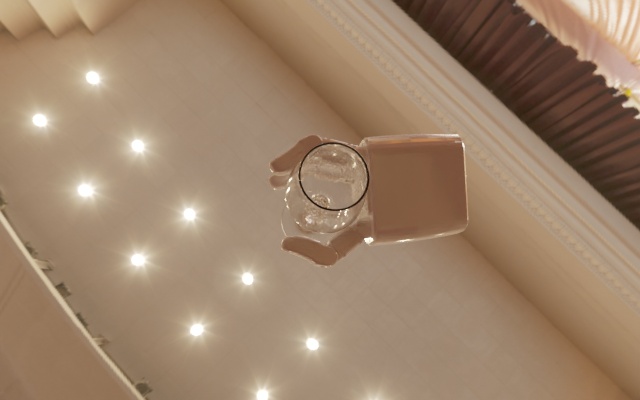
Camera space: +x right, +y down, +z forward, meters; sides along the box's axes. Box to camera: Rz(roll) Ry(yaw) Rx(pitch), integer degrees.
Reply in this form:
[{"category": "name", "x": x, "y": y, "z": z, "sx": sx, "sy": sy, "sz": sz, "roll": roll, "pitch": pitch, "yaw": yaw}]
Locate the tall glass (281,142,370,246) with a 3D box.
[{"category": "tall glass", "x": 0.000, "y": 0.002, "z": 0.502, "sx": 0.079, "sy": 0.079, "sz": 0.201, "roll": 0, "pitch": -13, "yaw": -7}]
